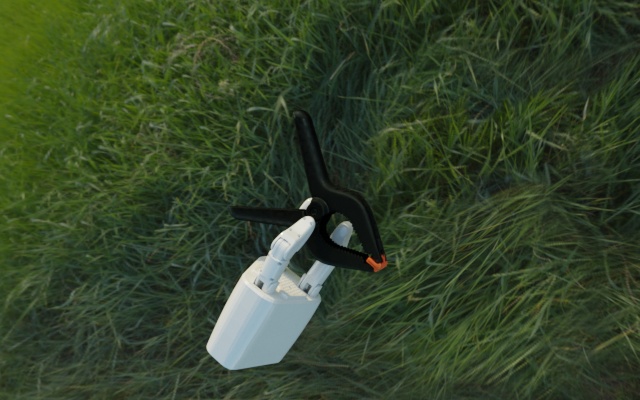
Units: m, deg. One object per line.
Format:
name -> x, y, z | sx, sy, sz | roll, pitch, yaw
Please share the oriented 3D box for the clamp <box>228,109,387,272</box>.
clamp -> 0.000, 0.002, 0.570 | 0.210, 0.164, 0.036 | 35, 15, 19
